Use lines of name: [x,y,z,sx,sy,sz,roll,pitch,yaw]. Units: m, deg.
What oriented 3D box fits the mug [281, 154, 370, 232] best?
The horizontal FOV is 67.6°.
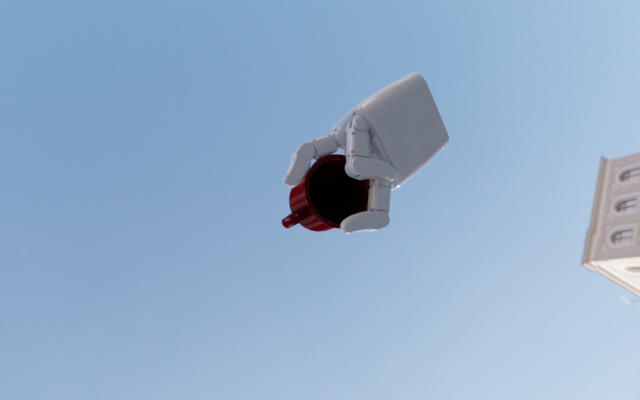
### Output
mug: [-0.001,0.003,0.610,0.117,0.093,0.081,-35,4,-25]
